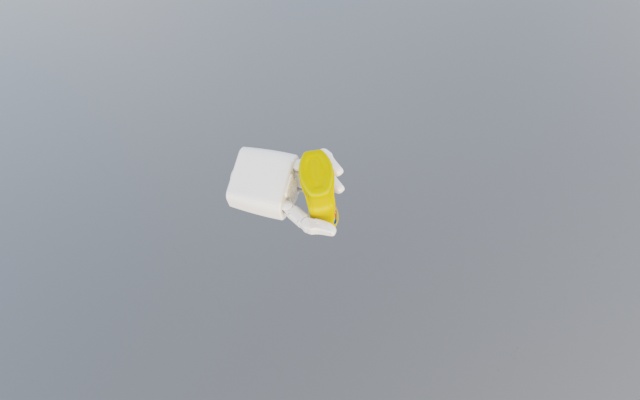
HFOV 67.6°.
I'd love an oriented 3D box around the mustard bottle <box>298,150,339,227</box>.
[{"bbox_3d":[0.000,0.003,0.850,0.058,0.096,0.192,-10,-32,-1],"label":"mustard bottle"}]
